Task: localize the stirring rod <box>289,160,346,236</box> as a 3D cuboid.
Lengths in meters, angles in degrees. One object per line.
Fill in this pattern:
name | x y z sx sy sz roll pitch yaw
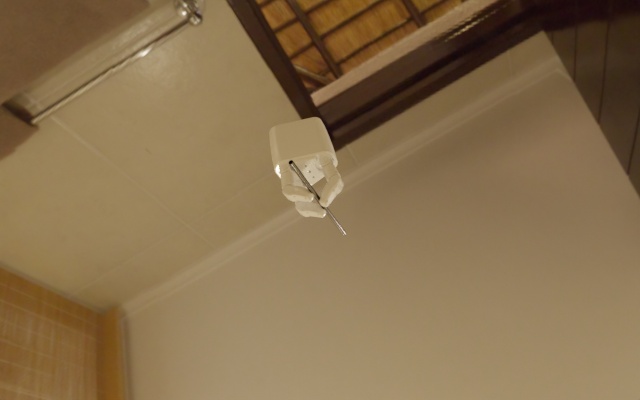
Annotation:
stirring rod | 0.000 0.003 0.841 0.011 0.011 0.240 0 -32 27
